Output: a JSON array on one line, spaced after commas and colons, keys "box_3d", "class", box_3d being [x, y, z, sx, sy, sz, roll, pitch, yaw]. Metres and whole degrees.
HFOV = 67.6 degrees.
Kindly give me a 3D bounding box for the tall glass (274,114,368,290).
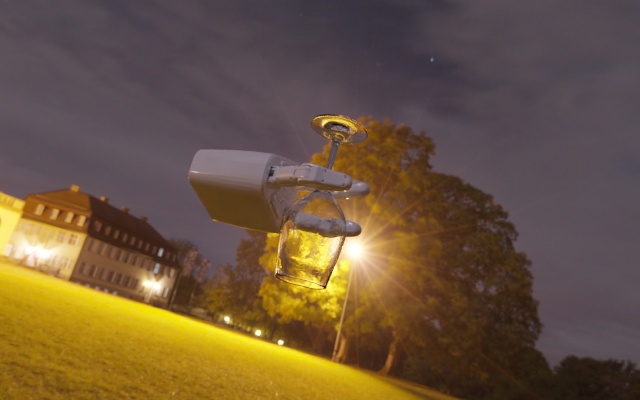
[{"box_3d": [0.000, 0.001, 0.573, 0.079, 0.201, 0.079, 13, -17, 4], "class": "tall glass"}]
